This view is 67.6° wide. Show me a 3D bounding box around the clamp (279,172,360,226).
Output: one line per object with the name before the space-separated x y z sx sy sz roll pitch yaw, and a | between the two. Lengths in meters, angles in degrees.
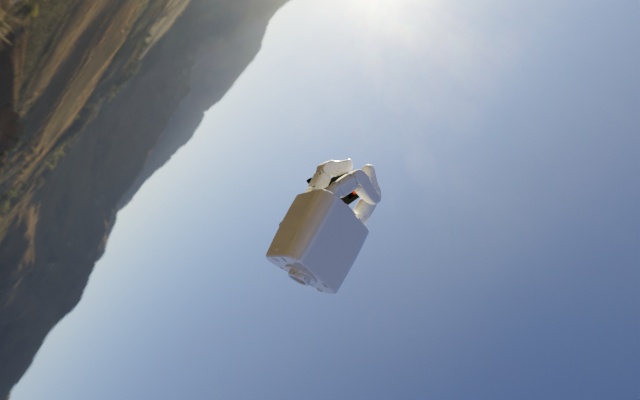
clamp | 0.001 0.003 0.760 0.039 0.120 0.171 37 -23 -22
